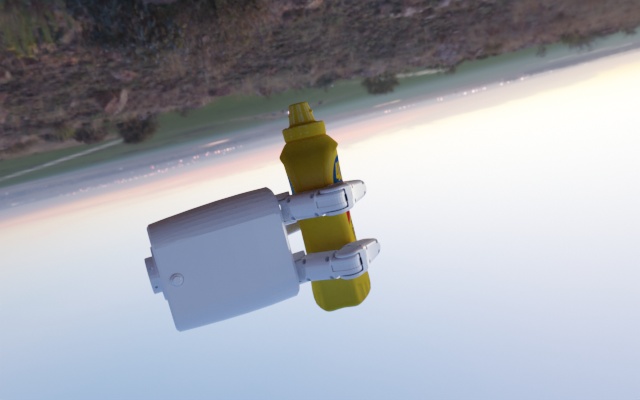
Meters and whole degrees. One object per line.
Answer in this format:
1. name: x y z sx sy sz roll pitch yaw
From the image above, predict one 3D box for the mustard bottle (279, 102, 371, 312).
1. mustard bottle: 0.000 0.002 0.461 0.058 0.191 0.096 -13 8 6
